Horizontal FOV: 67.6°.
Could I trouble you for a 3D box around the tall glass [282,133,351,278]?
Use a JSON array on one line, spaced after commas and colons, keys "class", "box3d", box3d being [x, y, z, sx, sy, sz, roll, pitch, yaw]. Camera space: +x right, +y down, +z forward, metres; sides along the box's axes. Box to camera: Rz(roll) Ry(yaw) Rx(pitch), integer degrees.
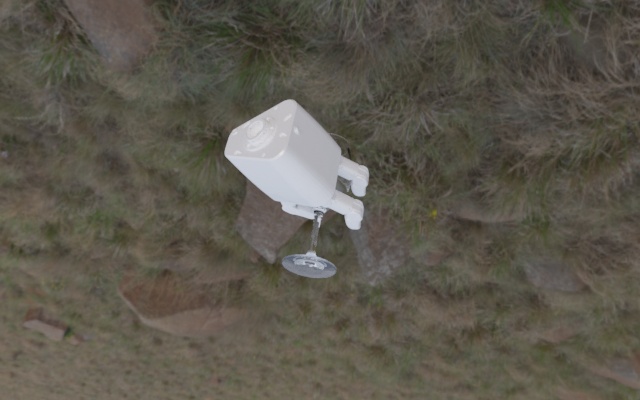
[{"class": "tall glass", "box3d": [0.000, 0.003, 0.678, 0.079, 0.201, 0.079, 8, -29, 4]}]
